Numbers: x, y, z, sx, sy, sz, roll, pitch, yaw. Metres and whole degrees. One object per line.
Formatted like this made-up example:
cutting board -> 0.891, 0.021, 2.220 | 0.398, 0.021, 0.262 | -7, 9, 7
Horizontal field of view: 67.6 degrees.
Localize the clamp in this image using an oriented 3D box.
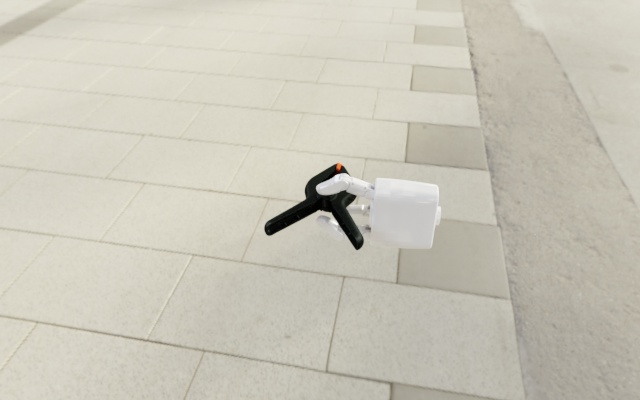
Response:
clamp -> 0.000, 0.002, 0.830 | 0.164, 0.036, 0.209 | 5, 39, 7
